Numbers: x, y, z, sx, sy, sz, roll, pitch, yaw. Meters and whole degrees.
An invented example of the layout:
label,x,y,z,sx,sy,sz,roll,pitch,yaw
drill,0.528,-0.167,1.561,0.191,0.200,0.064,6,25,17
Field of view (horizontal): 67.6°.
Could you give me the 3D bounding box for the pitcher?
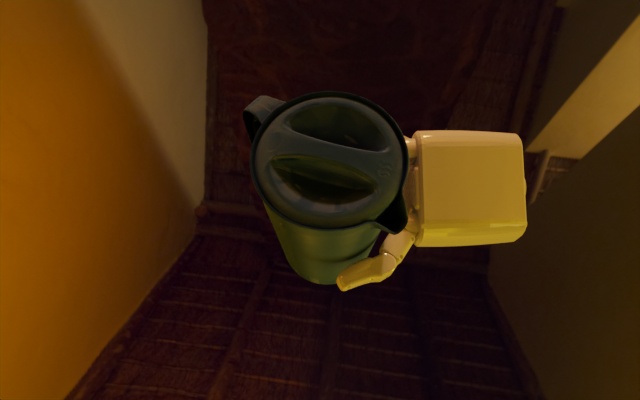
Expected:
label,x,y,z,sx,sy,sz,roll,pitch,yaw
pitcher,0.000,0.002,0.504,0.145,0.149,0.243,-2,-23,-2
